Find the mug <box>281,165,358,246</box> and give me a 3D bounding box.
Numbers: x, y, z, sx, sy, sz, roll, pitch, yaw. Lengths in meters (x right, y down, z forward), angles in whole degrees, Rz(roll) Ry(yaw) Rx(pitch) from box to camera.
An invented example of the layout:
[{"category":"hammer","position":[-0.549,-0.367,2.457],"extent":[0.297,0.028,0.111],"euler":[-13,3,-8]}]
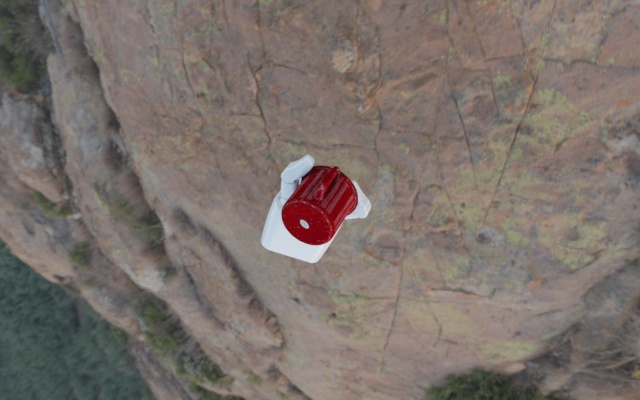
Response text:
[{"category":"mug","position":[0.001,0.001,0.670],"extent":[0.093,0.117,0.081],"euler":[30,44,5]}]
